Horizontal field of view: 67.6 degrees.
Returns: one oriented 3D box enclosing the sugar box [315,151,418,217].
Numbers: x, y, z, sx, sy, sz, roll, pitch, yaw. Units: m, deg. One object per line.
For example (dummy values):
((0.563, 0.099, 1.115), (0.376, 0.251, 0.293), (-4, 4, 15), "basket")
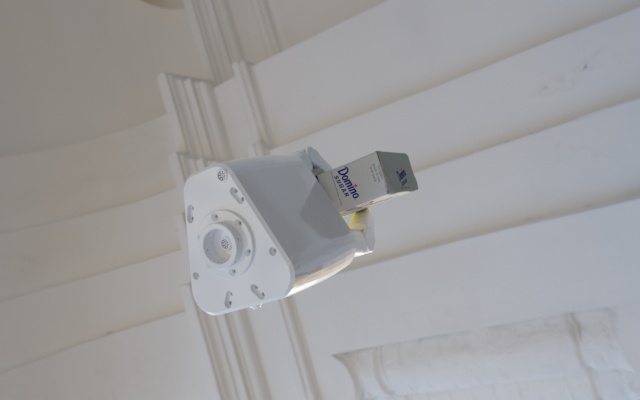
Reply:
((0.000, 0.002, 0.476), (0.176, 0.048, 0.093), (-18, -5, 27), "sugar box")
